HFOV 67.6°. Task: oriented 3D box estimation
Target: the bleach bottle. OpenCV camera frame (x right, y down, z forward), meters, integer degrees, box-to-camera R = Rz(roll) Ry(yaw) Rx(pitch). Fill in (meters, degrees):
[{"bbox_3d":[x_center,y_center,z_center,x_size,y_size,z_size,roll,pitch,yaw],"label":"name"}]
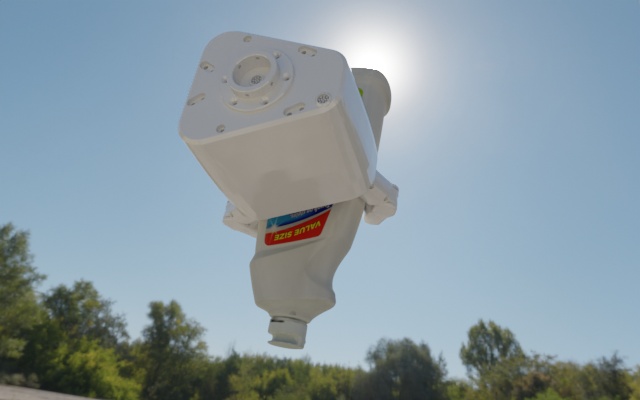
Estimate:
[{"bbox_3d":[0.000,0.001,0.421,0.102,0.250,0.068,2,-26,17],"label":"bleach bottle"}]
